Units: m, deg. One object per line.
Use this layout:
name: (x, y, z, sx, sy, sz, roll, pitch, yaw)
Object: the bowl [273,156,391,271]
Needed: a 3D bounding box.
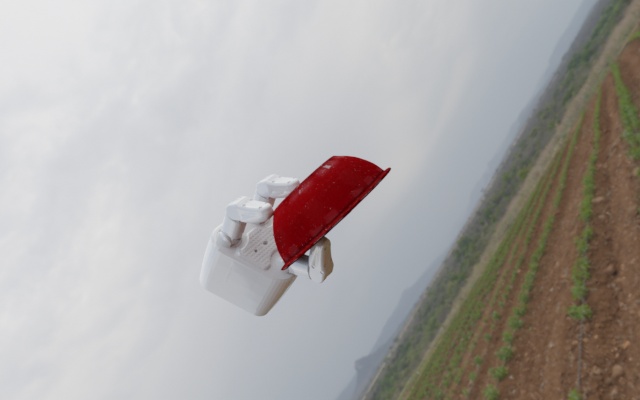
bowl: (0.001, 0.001, 0.520, 0.162, 0.055, 0.162, -43, 0, 0)
